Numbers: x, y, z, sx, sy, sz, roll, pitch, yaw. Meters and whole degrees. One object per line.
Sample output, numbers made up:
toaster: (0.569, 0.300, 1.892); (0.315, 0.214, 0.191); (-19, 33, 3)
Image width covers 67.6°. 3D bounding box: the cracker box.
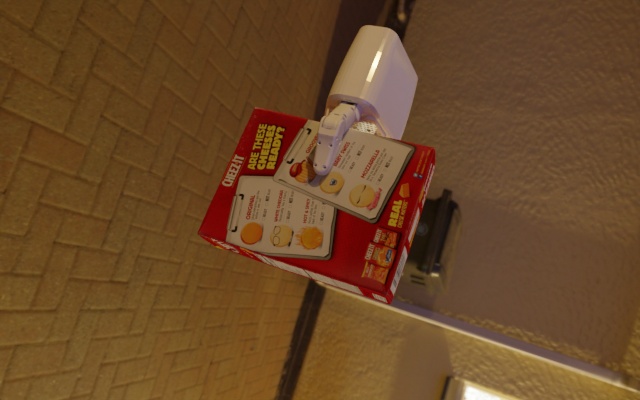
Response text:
cracker box: (0.000, 0.002, 0.525); (0.213, 0.164, 0.072); (15, -18, 18)
